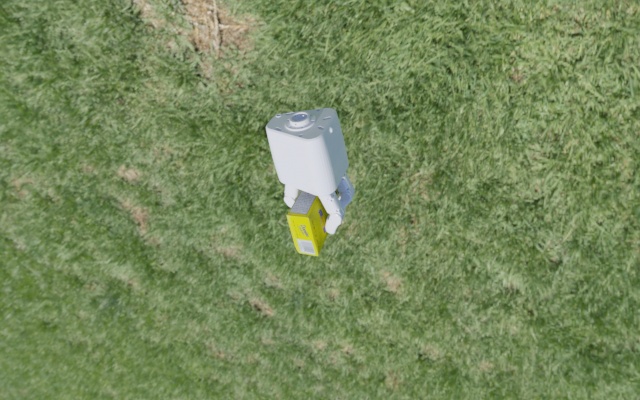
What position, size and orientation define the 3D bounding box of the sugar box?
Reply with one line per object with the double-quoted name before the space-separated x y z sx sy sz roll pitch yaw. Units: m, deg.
"sugar box" 0.001 0.003 0.843 0.048 0.093 0.176 8 44 22
